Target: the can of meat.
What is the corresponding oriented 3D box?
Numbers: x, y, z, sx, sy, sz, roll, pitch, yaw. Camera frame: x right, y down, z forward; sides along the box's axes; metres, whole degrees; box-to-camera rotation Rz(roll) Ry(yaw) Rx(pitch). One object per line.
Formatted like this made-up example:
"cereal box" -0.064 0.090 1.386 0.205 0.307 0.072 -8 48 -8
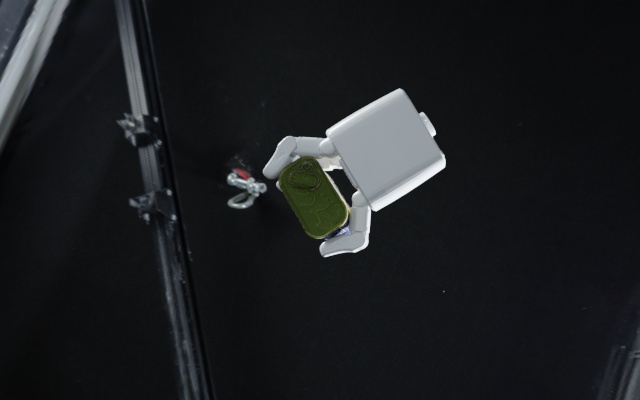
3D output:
"can of meat" 0.000 0.002 0.614 0.057 0.102 0.084 -34 -17 7
